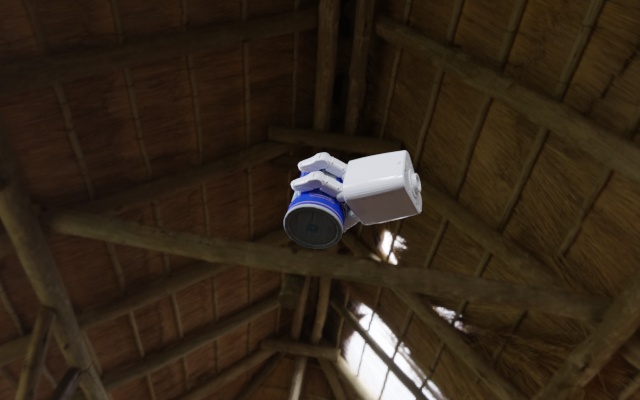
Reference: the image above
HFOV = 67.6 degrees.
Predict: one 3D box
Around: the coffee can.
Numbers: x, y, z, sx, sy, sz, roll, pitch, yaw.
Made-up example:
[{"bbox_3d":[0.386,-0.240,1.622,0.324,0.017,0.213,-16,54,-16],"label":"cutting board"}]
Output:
[{"bbox_3d":[0.000,0.003,0.864,0.103,0.103,0.140,0,41,15],"label":"coffee can"}]
